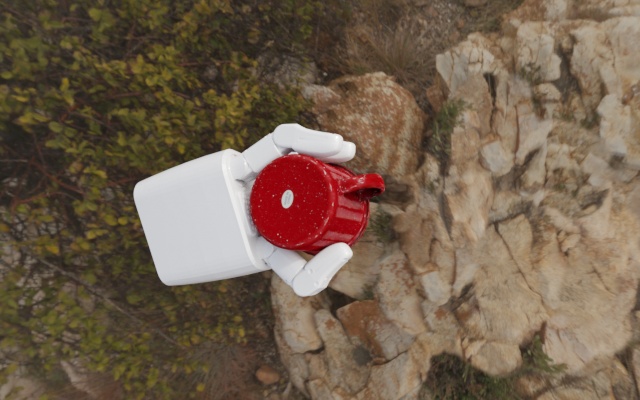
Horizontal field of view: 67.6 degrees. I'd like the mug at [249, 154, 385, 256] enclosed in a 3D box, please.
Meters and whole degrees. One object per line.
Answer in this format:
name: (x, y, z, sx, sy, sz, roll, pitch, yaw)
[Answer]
mug: (0.001, 0.001, 0.426, 0.117, 0.093, 0.081, -16, -12, 19)
